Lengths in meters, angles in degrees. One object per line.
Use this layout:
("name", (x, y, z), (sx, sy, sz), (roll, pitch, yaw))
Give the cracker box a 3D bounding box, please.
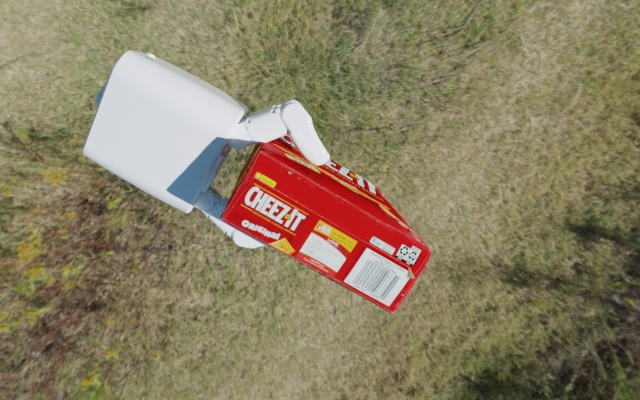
("cracker box", (0.000, 0.002, 0.470), (0.164, 0.072, 0.213), (30, 10, -11))
